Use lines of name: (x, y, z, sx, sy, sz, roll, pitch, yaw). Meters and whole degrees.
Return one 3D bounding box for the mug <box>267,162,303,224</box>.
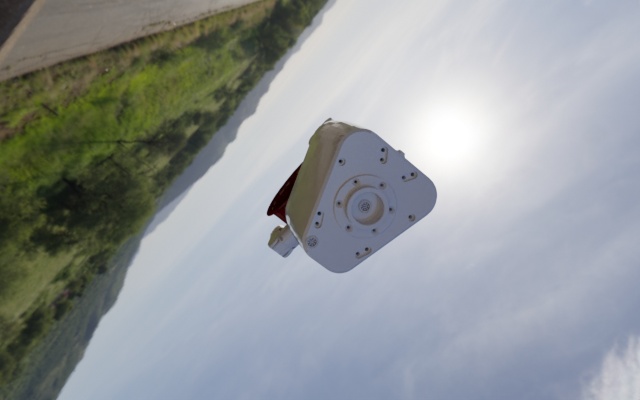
mug: (0.000, 0.002, 0.533, 0.081, 0.093, 0.117, 39, 4, -13)
